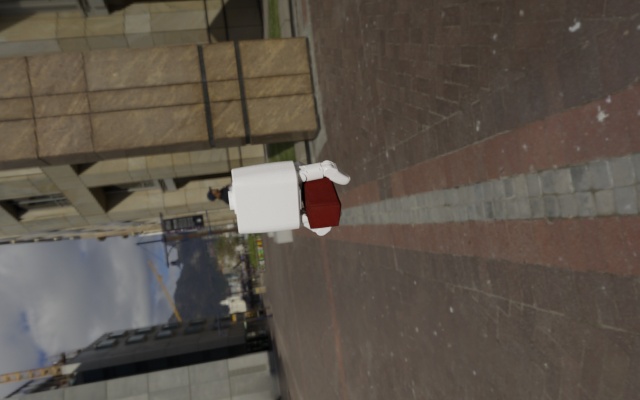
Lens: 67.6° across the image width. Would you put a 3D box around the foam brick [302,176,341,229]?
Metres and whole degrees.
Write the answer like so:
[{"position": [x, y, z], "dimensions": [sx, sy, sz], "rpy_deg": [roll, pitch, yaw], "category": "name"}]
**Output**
[{"position": [0.000, 0.003, 0.809], "dimensions": [0.051, 0.053, 0.078], "rpy_deg": [-6, 42, -11], "category": "foam brick"}]
